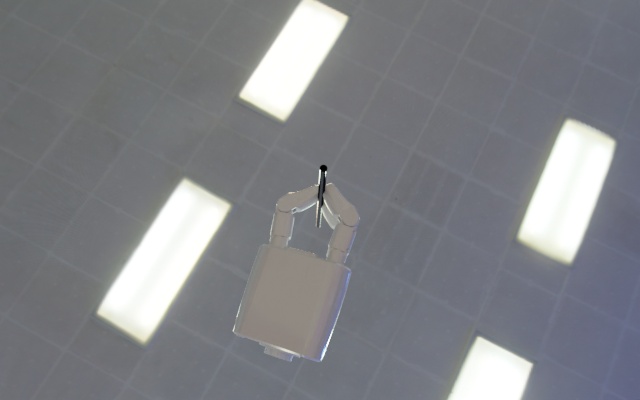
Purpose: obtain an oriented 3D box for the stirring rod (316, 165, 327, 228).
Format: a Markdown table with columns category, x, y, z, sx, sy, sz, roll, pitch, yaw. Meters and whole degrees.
| category | x | y | z | sx | sy | sz | roll | pitch | yaw |
| --- | --- | --- | --- | --- | --- | --- | --- | --- | --- |
| stirring rod | 0.000 | 0.002 | 0.602 | 0.011 | 0.011 | 0.240 | 0 | -17 | -1 |
